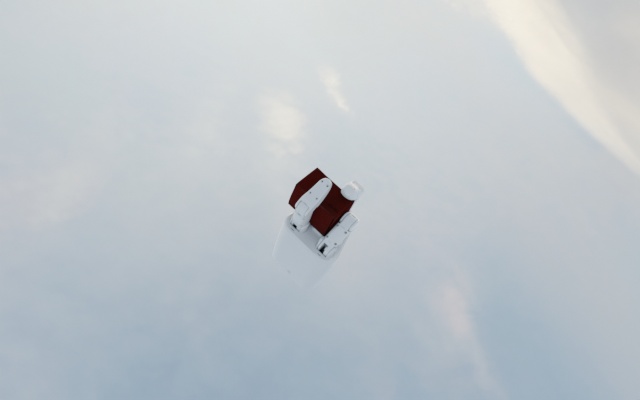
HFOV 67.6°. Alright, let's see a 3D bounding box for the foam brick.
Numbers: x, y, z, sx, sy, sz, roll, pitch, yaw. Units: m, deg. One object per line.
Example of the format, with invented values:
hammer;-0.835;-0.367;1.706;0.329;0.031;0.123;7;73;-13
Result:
foam brick;0.000;0.002;0.706;0.053;0.078;0.051;-38;-15;-37
